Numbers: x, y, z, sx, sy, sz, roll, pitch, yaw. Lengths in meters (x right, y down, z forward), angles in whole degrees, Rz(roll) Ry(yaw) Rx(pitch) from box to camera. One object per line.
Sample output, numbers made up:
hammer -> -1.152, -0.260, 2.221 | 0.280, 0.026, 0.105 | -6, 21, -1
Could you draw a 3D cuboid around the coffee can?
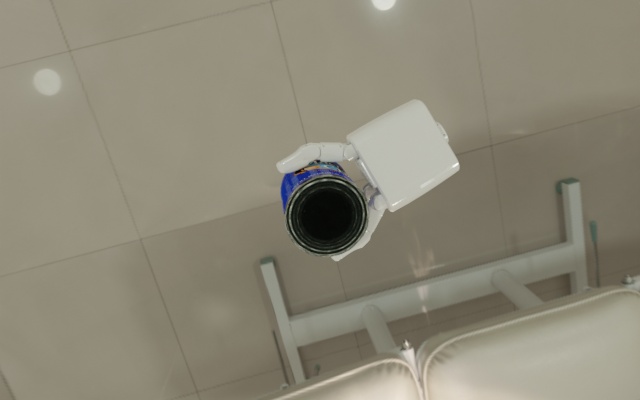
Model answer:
coffee can -> 0.000, 0.002, 0.631 | 0.103, 0.103, 0.140 | 0, 15, -7
